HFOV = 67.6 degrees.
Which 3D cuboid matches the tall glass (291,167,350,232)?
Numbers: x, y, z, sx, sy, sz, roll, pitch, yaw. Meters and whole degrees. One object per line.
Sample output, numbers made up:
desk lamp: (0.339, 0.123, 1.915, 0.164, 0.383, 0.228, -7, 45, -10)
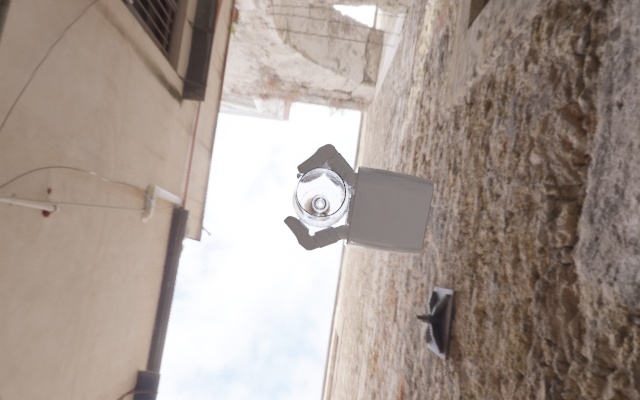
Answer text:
tall glass: (0.000, 0.002, 0.678, 0.079, 0.079, 0.201, 0, -7, 0)
